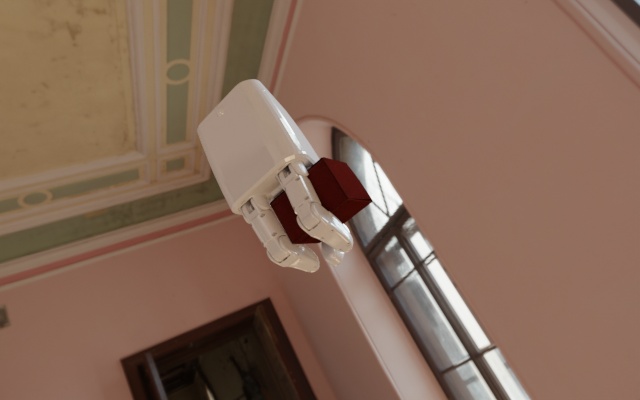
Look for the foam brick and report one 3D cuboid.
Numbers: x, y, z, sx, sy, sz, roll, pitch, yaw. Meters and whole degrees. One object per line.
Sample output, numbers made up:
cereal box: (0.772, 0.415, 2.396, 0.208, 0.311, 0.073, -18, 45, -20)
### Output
foam brick: (0.000, 0.001, 0.475, 0.078, 0.051, 0.053, -39, -22, 23)
